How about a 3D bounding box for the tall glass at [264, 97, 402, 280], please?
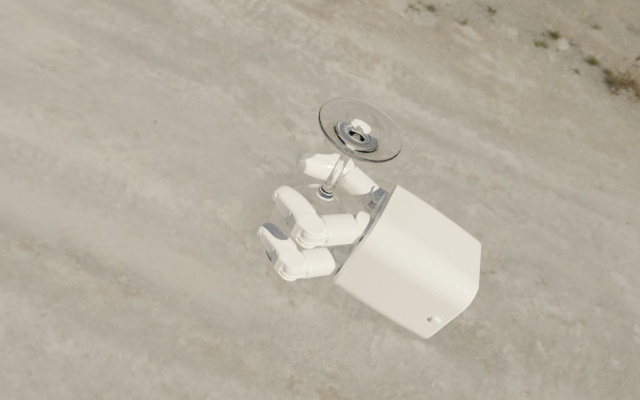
[{"bbox_3d":[0.000,0.001,0.460,0.079,0.079,0.201,0,-37,-25],"label":"tall glass"}]
